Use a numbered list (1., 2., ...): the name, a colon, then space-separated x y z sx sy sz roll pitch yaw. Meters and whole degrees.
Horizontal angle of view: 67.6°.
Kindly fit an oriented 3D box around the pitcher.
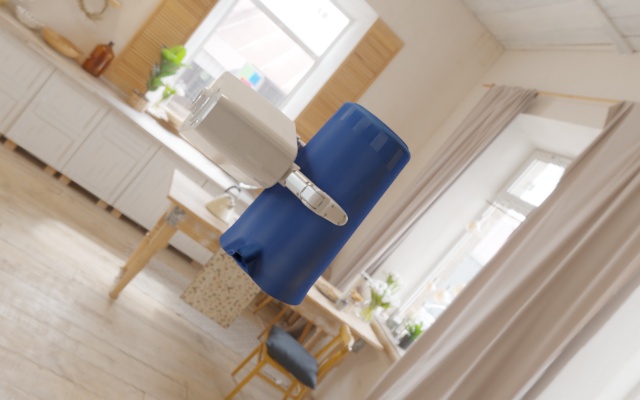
1. pitcher: 0.000 0.002 0.609 0.145 0.243 0.149 38 6 -25
